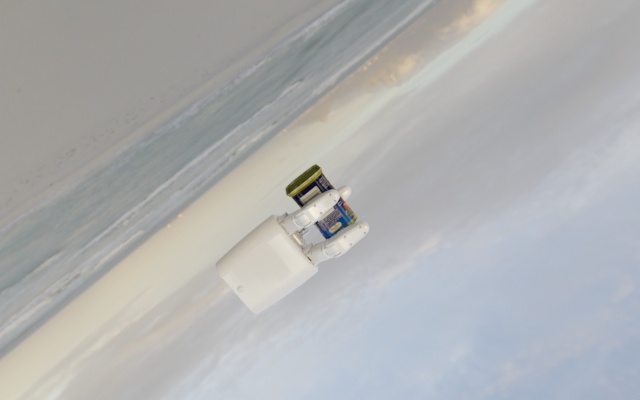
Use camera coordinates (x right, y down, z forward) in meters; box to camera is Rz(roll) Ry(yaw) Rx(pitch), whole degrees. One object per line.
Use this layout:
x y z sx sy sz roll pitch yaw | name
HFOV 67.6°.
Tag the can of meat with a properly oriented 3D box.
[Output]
0.000 0.002 0.653 0.057 0.084 0.102 -38 10 0 | can of meat
